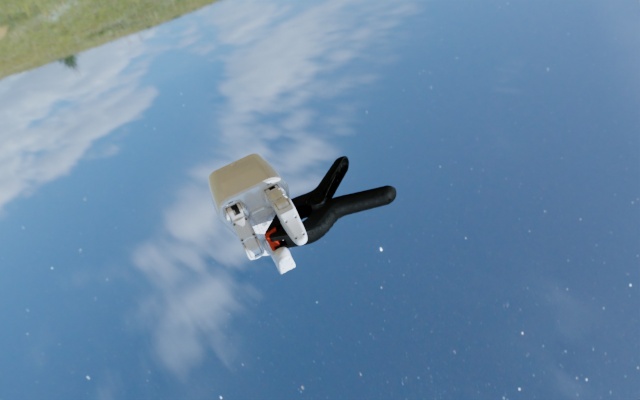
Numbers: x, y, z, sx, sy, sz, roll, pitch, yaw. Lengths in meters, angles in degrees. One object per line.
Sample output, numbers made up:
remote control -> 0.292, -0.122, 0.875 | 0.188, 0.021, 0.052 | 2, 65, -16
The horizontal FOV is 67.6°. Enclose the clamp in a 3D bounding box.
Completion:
clamp -> 0.000, 0.003, 0.625 | 0.171, 0.039, 0.120 | -26, 33, -9
